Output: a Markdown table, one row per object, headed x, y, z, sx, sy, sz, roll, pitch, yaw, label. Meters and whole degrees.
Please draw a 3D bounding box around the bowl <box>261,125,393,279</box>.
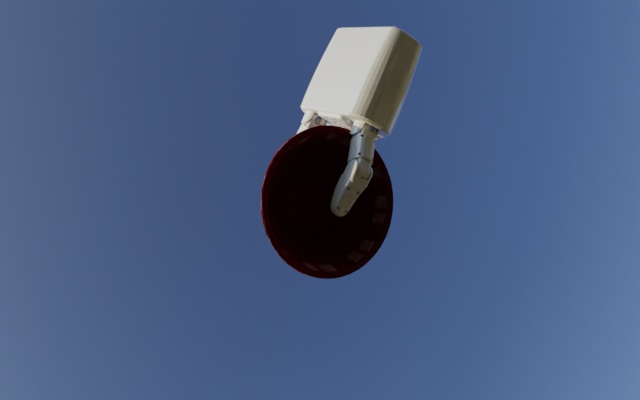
| x | y | z | sx | sy | sz | roll | pitch | yaw | label |
| --- | --- | --- | --- | --- | --- | --- | --- | --- | --- |
| -0.001 | 0.003 | 0.522 | 0.162 | 0.162 | 0.055 | 0 | 0 | -30 | bowl |
